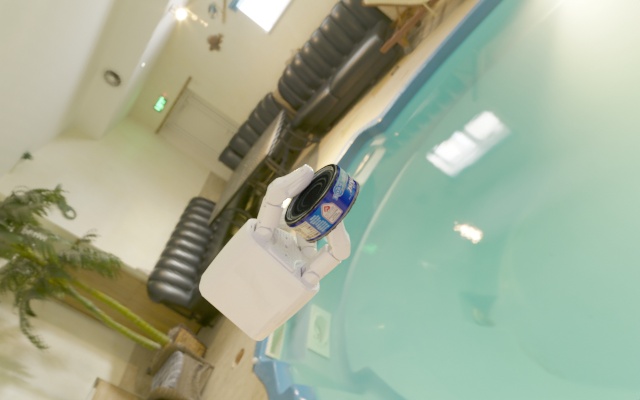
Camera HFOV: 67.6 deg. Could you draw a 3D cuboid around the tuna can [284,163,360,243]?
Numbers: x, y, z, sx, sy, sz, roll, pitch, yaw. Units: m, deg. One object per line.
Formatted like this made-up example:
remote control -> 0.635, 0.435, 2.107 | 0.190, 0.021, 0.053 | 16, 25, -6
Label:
tuna can -> 0.000, 0.001, 0.515 | 0.034, 0.086, 0.086 | 40, -15, -18
